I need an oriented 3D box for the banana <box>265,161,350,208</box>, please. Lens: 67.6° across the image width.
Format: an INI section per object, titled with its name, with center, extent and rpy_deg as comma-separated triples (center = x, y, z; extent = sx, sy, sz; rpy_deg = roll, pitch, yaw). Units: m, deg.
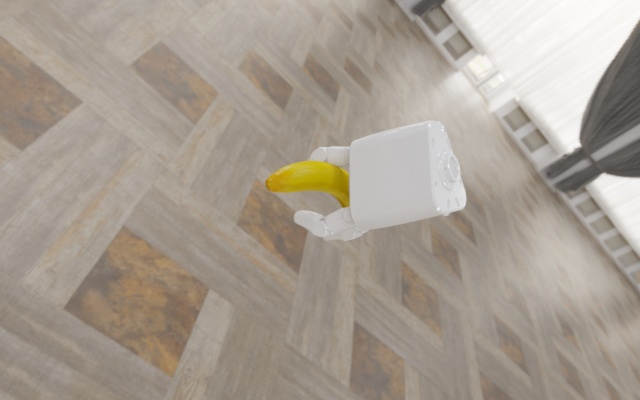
[banana]
center = 0.009, -0.014, 0.620
extent = 0.037, 0.069, 0.198
rpy_deg = 15, -9, 40
